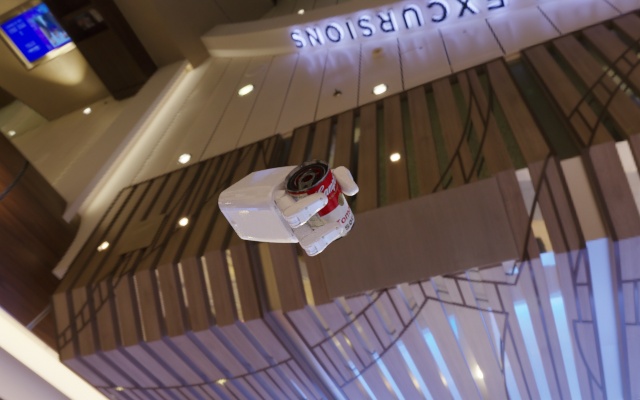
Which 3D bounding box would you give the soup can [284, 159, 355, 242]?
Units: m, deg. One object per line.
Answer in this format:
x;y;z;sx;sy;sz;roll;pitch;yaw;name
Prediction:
0.001;0.002;0.678;0.068;0.102;0.068;-19;34;14;soup can
